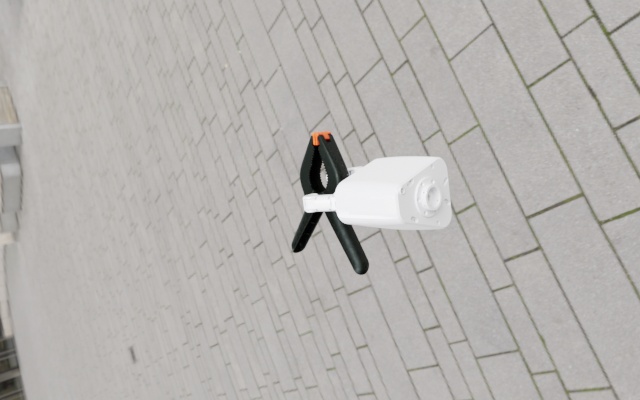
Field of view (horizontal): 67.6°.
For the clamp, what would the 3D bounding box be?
[{"bbox_3d":[0.000,0.002,0.728,0.036,0.210,0.164,-13,9,-40],"label":"clamp"}]
